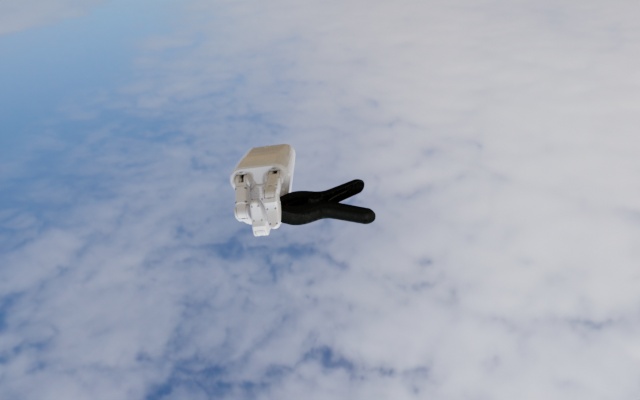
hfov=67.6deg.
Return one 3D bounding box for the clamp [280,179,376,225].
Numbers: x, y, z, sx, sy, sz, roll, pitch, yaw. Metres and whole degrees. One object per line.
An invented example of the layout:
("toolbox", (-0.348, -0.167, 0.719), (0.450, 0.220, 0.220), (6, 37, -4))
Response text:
("clamp", (0.000, 0.003, 0.757), (0.171, 0.039, 0.120), (0, 23, 5))
